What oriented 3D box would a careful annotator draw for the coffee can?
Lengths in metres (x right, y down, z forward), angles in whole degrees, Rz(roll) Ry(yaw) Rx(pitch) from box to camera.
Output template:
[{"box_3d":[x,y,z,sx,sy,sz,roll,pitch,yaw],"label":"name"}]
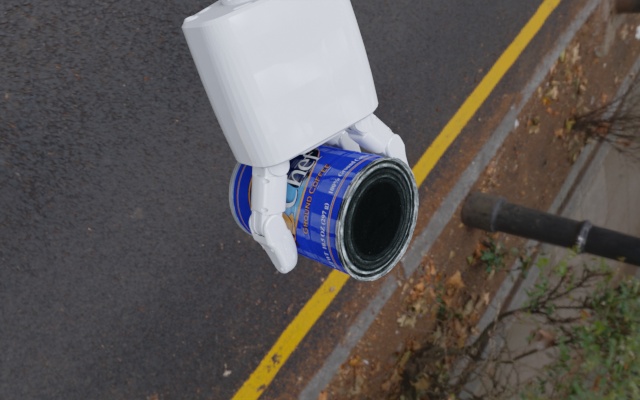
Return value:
[{"box_3d":[0.000,0.002,0.428,0.140,0.103,0.103,17,11,43],"label":"coffee can"}]
